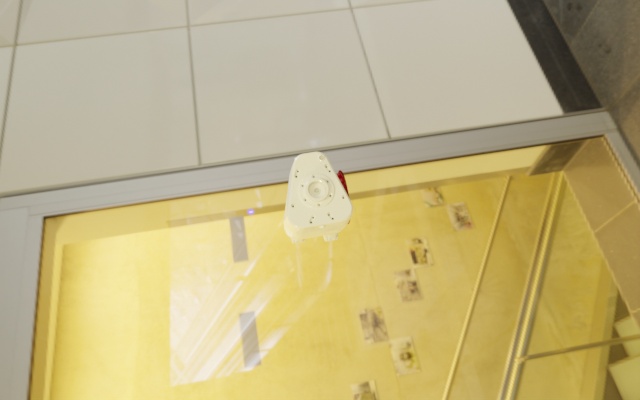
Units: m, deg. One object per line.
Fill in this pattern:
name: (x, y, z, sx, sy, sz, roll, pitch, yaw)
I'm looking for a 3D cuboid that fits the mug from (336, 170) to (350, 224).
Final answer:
mug: (0.000, 0.003, 0.821, 0.081, 0.093, 0.117, -9, -12, -7)
